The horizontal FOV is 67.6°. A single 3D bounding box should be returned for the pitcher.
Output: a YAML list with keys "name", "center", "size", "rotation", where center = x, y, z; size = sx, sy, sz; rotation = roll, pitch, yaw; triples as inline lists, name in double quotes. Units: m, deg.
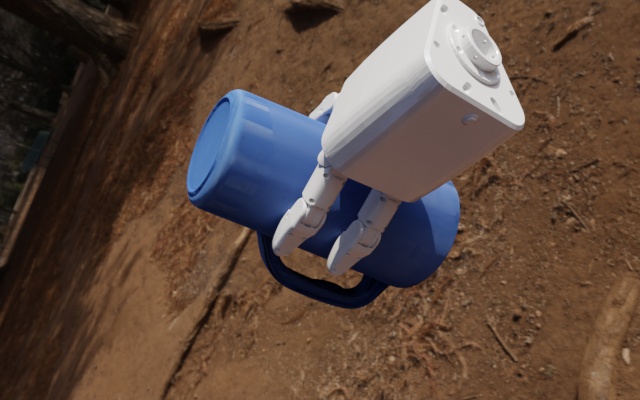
- name: "pitcher"
  center: [0.000, 0.001, 0.460]
  size: [0.243, 0.149, 0.145]
  rotation: [21, -36, -28]
